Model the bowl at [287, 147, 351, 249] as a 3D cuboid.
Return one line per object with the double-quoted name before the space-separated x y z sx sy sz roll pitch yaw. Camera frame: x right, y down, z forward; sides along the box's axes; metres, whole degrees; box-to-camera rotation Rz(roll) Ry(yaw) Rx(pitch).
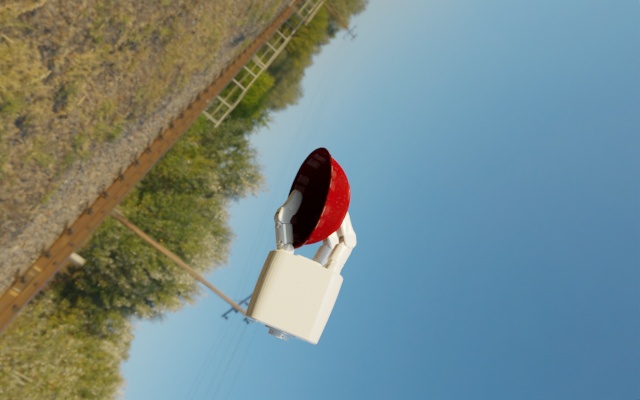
"bowl" 0.001 0.001 0.737 0.055 0.162 0.162 17 -7 -23
